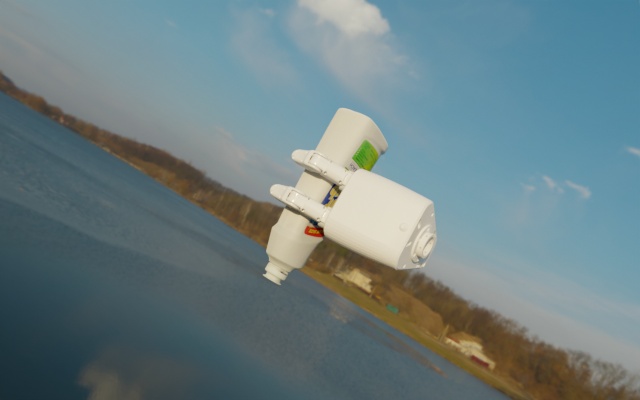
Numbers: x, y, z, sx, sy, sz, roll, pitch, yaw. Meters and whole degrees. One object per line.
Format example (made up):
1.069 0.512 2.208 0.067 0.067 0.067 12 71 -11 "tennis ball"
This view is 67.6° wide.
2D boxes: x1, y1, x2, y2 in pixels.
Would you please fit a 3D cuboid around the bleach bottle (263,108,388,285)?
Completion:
0.000 0.002 0.664 0.068 0.251 0.103 26 -8 30 "bleach bottle"
